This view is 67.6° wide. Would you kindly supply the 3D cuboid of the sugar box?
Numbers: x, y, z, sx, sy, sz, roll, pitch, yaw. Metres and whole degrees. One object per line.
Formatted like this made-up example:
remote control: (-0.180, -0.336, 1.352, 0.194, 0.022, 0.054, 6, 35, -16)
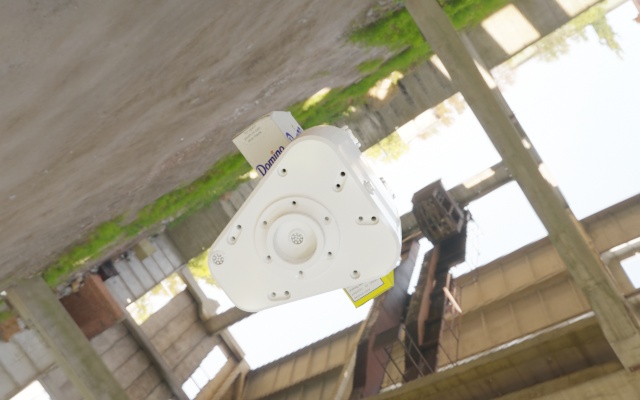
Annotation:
sugar box: (0.001, 0.001, 0.432, 0.048, 0.176, 0.093, -33, 6, 12)
